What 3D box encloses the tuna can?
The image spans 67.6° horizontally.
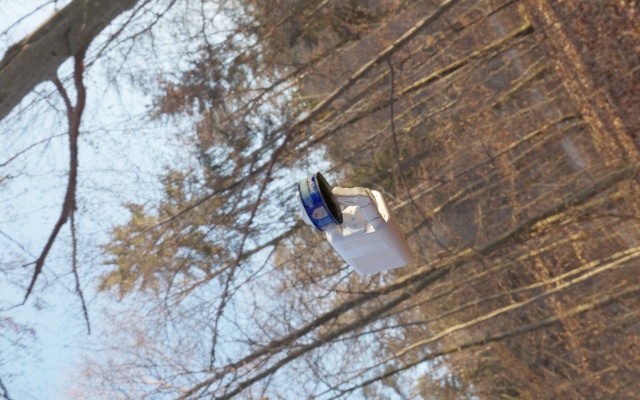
[{"bbox_3d":[0.000,0.003,0.715,0.034,0.086,0.086,-25,-6,13],"label":"tuna can"}]
